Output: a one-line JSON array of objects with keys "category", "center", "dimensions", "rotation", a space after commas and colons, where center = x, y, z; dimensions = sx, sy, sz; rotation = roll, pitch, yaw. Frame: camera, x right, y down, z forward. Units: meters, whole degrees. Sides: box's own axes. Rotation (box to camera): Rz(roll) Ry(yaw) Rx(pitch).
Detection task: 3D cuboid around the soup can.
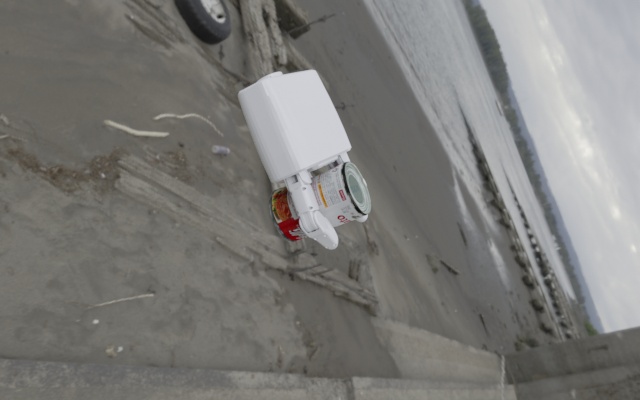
[{"category": "soup can", "center": [0.000, 0.002, 0.566], "dimensions": [0.102, 0.068, 0.068], "rotation": [-21, -9, 23]}]
